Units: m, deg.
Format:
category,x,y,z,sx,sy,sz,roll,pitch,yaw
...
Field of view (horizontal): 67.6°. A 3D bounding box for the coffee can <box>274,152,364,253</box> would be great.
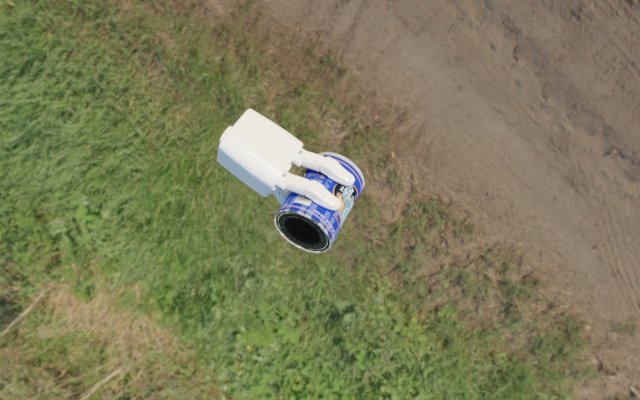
category,x,y,z,sx,sy,sz,roll,pitch,yaw
coffee can,0.000,0.003,0.802,0.103,0.140,0.103,21,-35,15
